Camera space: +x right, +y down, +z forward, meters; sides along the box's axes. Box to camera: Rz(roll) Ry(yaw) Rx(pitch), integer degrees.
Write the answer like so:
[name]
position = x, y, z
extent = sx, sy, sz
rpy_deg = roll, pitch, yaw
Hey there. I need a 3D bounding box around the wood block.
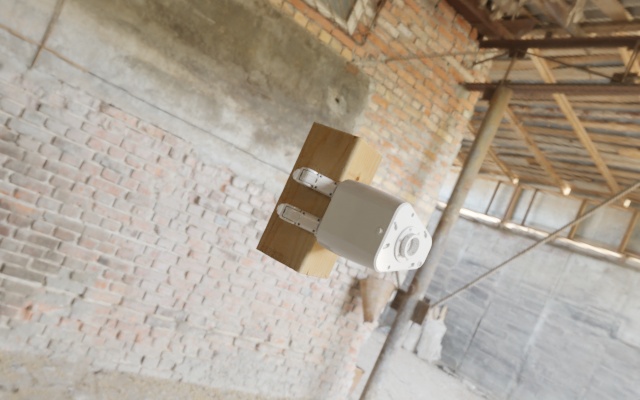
[wood block]
position = 0.001, 0.002, 0.716
extent = 0.090, 0.206, 0.091
rpy_deg = 24, -2, 31
